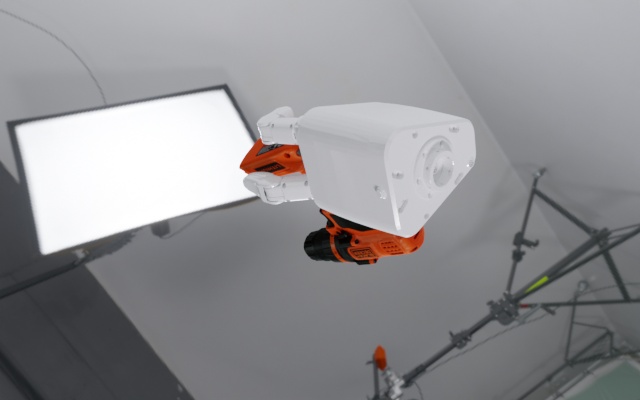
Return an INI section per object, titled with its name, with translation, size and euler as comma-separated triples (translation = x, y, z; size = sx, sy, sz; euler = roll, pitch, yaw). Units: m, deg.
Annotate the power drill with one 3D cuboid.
[power drill]
translation = 0.000, 0.001, 0.541
size = 0.188, 0.057, 0.184
euler = 44, -36, -24
